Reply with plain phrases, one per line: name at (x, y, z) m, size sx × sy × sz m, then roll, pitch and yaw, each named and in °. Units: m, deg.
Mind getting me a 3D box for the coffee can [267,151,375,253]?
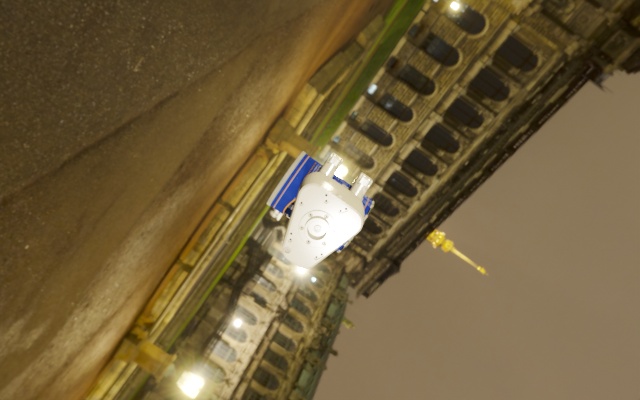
coffee can at (0.000, 0.002, 0.763) m, size 0.140 × 0.103 × 0.103 m, roll 35°, pitch -2°, yaw -3°
